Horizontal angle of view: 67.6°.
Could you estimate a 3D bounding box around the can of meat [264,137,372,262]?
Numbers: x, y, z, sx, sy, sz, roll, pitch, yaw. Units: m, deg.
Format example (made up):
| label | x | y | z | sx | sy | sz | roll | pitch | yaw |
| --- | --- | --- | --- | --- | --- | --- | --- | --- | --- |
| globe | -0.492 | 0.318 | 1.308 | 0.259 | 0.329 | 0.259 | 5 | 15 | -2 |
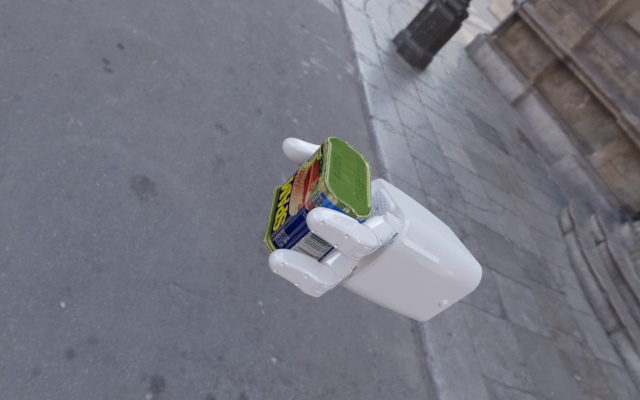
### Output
| label | x | y | z | sx | sy | sz | roll | pitch | yaw |
| --- | --- | --- | --- | --- | --- | --- | --- | --- | --- |
| can of meat | 0.000 | 0.001 | 0.431 | 0.057 | 0.102 | 0.084 | 33 | -57 | -20 |
